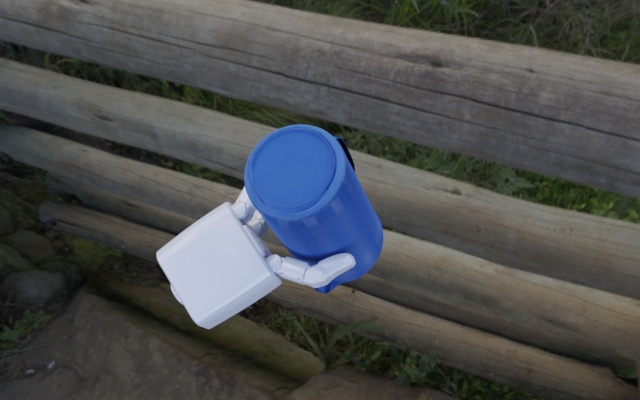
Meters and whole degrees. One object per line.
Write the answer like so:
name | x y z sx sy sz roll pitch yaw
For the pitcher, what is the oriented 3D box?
pitcher | 0.000 0.002 0.586 0.145 0.149 0.243 -33 -26 -1
